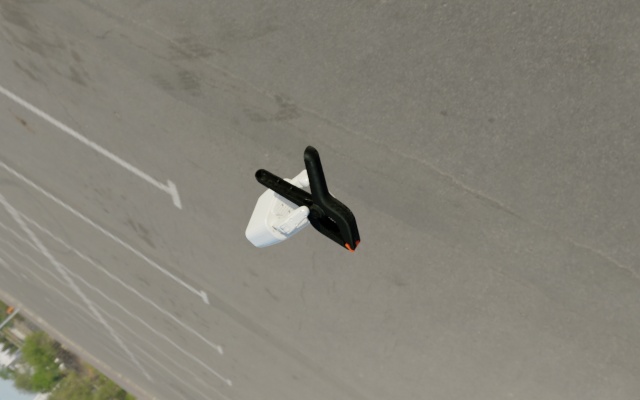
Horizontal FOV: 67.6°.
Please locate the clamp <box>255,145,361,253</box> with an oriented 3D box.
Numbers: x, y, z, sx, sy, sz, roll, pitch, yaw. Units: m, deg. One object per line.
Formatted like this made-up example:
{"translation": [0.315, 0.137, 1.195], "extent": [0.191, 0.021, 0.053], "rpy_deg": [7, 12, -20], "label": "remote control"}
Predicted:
{"translation": [0.000, 0.004, 0.784], "extent": [0.036, 0.210, 0.164], "rpy_deg": [-53, 14, -31], "label": "clamp"}
